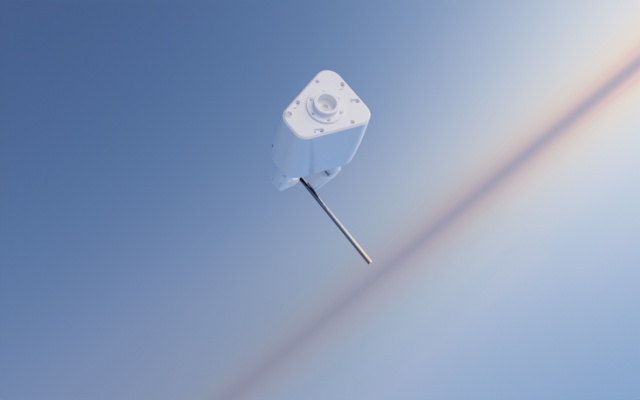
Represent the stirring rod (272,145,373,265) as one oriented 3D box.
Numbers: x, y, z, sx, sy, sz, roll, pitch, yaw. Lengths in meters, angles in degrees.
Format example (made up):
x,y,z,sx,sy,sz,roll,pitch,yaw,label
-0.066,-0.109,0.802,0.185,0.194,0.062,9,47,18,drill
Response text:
x,y,z,sx,sy,sz,roll,pitch,yaw,label
0.000,0.002,0.737,0.011,0.239,0.011,-38,-11,-9,stirring rod
